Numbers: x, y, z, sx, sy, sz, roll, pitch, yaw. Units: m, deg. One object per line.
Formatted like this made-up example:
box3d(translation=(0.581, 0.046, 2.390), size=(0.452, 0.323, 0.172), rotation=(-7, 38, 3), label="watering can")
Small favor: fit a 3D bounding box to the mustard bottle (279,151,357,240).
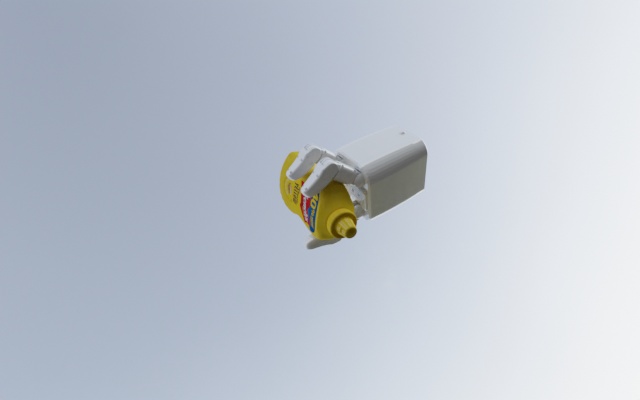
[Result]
box3d(translation=(0.000, 0.002, 0.694), size=(0.058, 0.096, 0.191), rotation=(-4, 26, -27), label="mustard bottle")
